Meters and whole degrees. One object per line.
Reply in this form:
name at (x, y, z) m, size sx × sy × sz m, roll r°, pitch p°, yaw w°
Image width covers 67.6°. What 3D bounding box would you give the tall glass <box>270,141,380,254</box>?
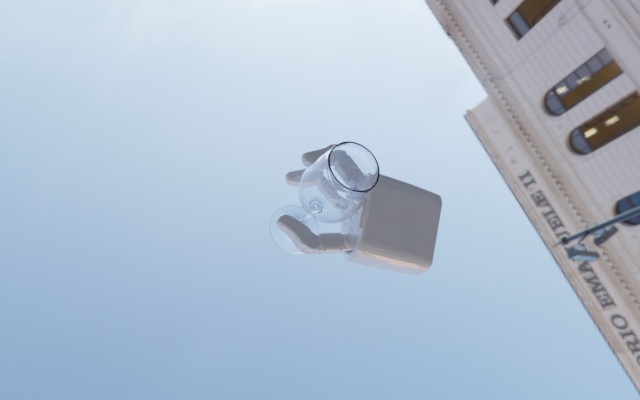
tall glass at (0.000, 0.002, 0.596) m, size 0.079 × 0.079 × 0.201 m, roll 0°, pitch -23°, yaw -23°
